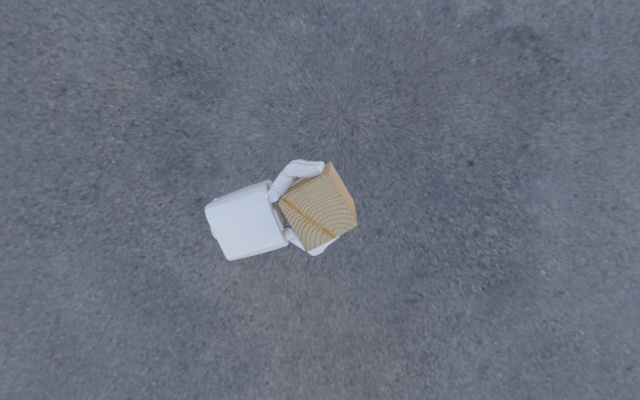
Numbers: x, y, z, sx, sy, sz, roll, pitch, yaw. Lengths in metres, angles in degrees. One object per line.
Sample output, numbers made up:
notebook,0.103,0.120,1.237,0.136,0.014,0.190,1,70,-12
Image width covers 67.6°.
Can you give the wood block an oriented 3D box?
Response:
wood block,0.000,0.003,0.804,0.090,0.091,0.206,-29,8,7
